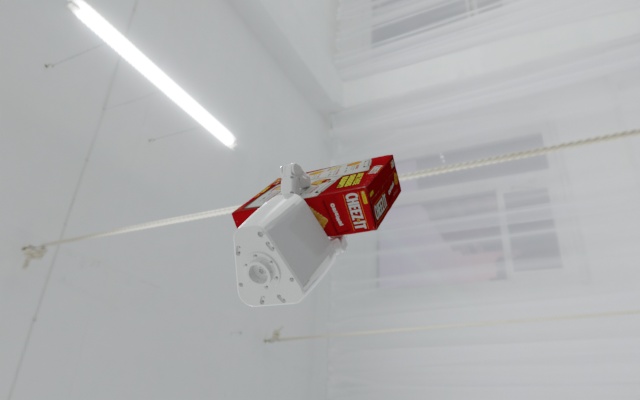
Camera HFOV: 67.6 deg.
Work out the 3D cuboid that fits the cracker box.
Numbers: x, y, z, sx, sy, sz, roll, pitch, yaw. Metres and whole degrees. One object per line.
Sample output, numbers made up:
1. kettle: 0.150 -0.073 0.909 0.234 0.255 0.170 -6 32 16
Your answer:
1. cracker box: 0.000 0.002 0.727 0.214 0.072 0.164 -10 17 25
